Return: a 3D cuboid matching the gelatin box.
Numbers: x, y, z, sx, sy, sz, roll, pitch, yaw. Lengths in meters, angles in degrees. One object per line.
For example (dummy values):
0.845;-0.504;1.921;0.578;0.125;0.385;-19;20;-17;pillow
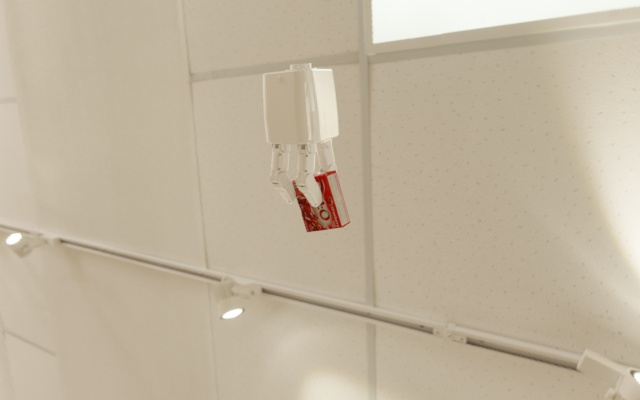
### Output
0.000;0.003;0.758;0.073;0.089;0.030;-11;10;39;gelatin box
